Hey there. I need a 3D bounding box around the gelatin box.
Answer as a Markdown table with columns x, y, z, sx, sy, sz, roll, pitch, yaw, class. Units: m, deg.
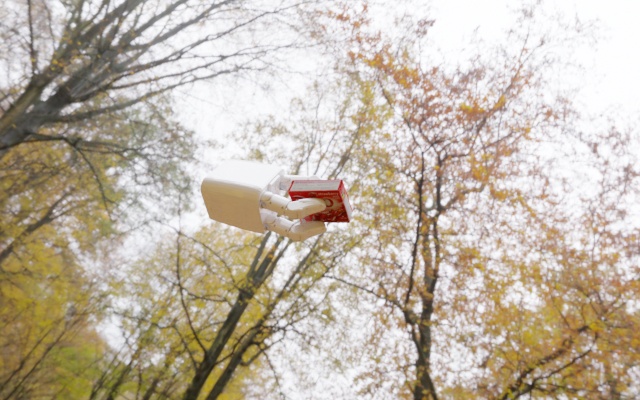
| x | y | z | sx | sy | sz | roll | pitch | yaw | class |
| --- | --- | --- | --- | --- | --- | --- | --- | --- | --- |
| 0.001 | 0.002 | 0.766 | 0.089 | 0.073 | 0.030 | -1 | 44 | 21 | gelatin box |
